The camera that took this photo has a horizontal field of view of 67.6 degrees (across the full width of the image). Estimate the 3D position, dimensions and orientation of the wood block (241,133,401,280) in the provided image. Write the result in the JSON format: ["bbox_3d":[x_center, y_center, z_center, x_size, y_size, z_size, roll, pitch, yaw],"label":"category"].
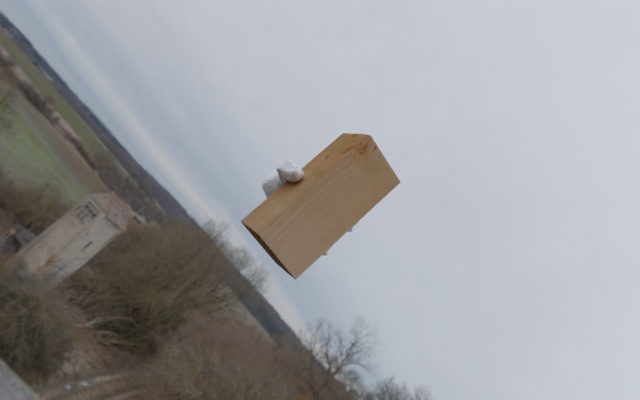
[{"bbox_3d":[0.000,0.002,0.689,0.206,0.091,0.090,-42,23,-12],"label":"wood block"}]
